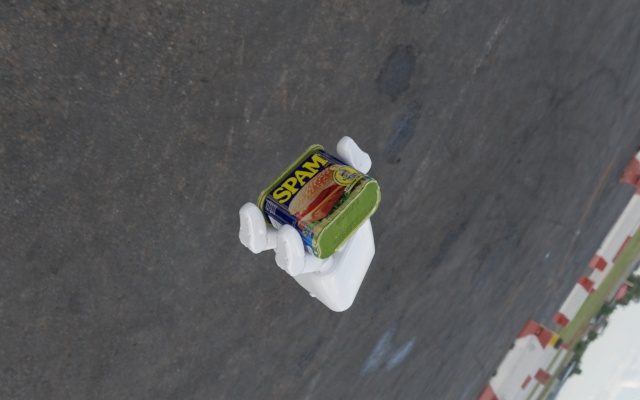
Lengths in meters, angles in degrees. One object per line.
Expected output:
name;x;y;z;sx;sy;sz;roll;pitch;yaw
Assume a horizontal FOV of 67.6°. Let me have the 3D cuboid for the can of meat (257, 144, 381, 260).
can of meat;0.000;0.002;0.497;0.084;0.102;0.057;33;-23;31
